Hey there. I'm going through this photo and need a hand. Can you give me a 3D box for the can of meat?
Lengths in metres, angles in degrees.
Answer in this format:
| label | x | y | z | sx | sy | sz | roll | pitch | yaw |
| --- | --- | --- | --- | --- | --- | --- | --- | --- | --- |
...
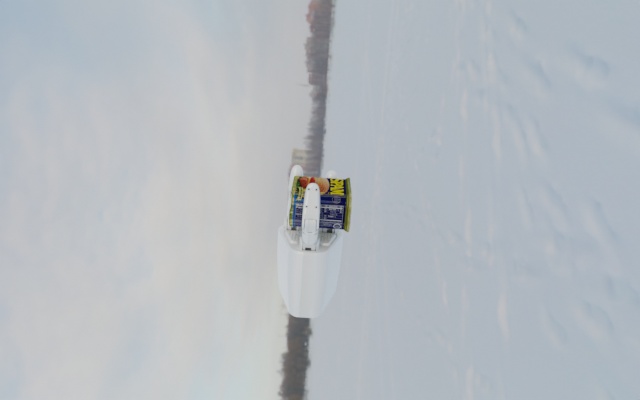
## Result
| label | x | y | z | sx | sy | sz | roll | pitch | yaw |
| --- | --- | --- | --- | --- | --- | --- | --- | --- | --- |
| can of meat | 0.000 | 0.002 | 0.688 | 0.084 | 0.057 | 0.102 | 4 | 21 | 0 |
